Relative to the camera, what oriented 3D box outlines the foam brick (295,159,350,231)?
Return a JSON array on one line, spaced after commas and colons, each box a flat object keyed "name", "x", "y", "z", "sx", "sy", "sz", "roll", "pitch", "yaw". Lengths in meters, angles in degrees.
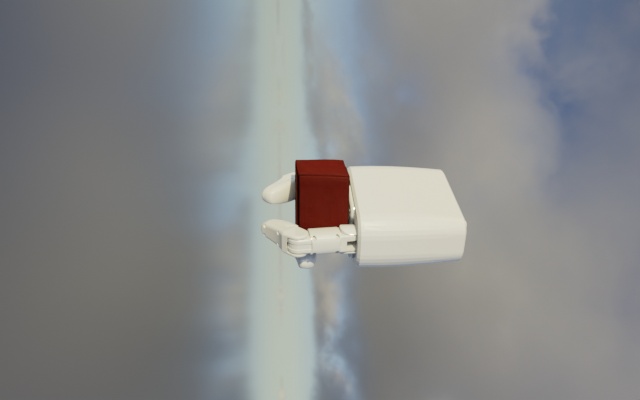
[{"name": "foam brick", "x": 0.000, "y": 0.001, "z": 0.482, "sx": 0.051, "sy": 0.078, "sz": 0.053, "roll": -1, "pitch": 23, "yaw": -4}]
